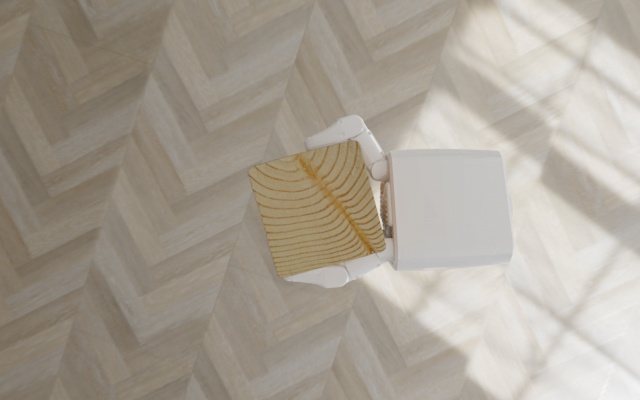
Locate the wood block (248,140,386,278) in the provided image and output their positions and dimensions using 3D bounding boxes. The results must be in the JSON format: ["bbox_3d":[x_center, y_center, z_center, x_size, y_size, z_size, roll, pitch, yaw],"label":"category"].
[{"bbox_3d":[0.000,0.001,0.465,0.090,0.091,0.206,-15,2,2],"label":"wood block"}]
